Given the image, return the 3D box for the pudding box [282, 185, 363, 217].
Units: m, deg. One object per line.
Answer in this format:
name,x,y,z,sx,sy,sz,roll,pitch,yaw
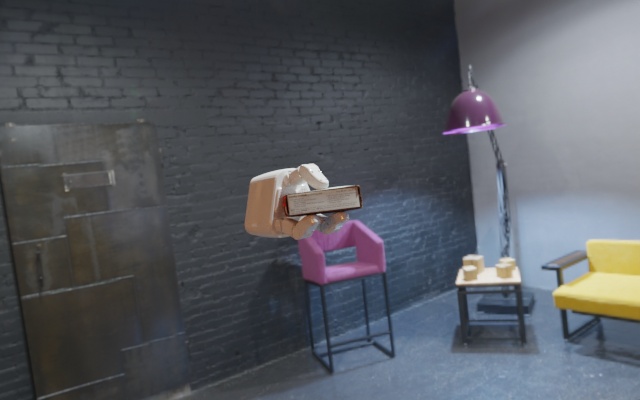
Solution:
pudding box,0.000,0.002,0.733,0.113,0.039,0.090,-9,1,-7
